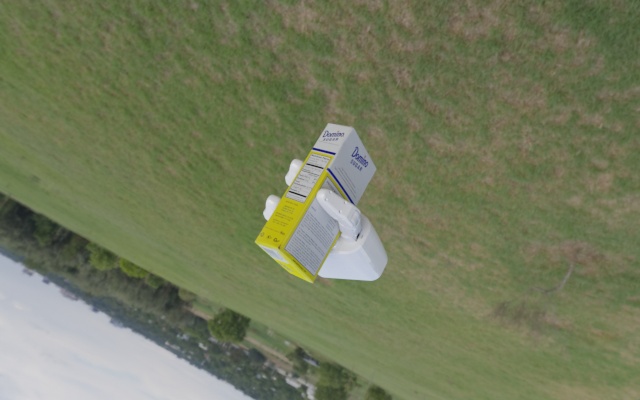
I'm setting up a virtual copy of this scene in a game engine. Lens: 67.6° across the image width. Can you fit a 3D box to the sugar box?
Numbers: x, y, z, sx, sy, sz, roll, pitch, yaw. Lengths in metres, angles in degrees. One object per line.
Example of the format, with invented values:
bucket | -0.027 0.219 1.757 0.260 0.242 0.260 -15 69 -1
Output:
sugar box | 0.000 0.002 0.588 0.048 0.176 0.093 15 -23 34
